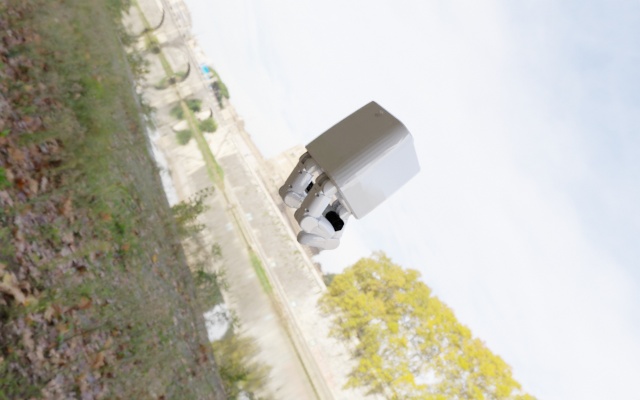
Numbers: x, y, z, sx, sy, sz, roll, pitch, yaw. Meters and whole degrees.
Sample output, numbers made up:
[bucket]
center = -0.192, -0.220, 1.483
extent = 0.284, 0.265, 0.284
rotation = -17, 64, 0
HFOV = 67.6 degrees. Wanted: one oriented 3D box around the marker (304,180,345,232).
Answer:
[marker]
center = 0.000, 0.002, 0.635
extent = 0.020, 0.020, 0.121
rotation = 0, 32, -28
